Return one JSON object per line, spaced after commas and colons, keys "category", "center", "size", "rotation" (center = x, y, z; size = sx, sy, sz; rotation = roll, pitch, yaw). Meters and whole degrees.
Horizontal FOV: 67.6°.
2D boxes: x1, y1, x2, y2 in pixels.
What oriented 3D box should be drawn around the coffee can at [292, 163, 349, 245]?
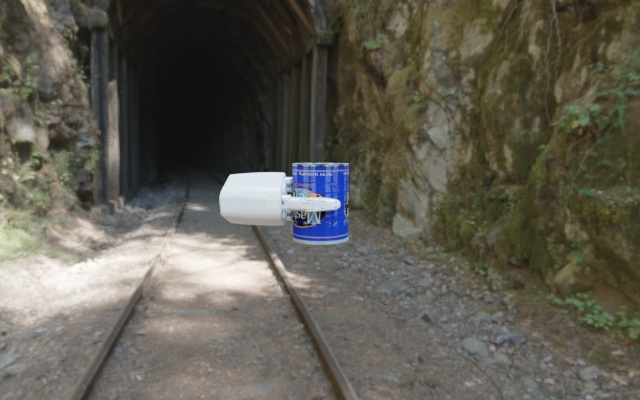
{"category": "coffee can", "center": [0.000, 0.003, 0.867], "size": [0.103, 0.140, 0.103], "rotation": [0, 6, 0]}
